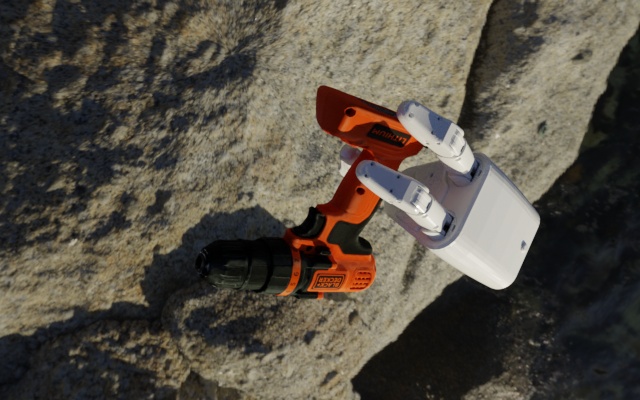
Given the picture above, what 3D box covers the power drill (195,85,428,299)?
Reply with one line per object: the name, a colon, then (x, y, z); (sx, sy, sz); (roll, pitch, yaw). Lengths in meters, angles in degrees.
power drill: (0.000, 0.001, 0.415); (0.184, 0.188, 0.057); (8, 26, -39)
